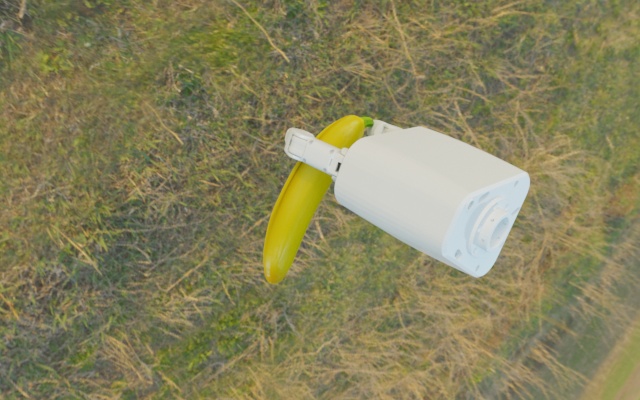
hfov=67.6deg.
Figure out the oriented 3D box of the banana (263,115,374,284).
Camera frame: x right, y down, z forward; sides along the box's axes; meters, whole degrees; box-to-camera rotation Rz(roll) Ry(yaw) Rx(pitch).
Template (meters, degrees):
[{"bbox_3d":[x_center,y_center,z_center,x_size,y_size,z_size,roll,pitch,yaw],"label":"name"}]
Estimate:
[{"bbox_3d":[-0.007,-0.008,0.459,0.037,0.198,0.070,30,-4,37],"label":"banana"}]
